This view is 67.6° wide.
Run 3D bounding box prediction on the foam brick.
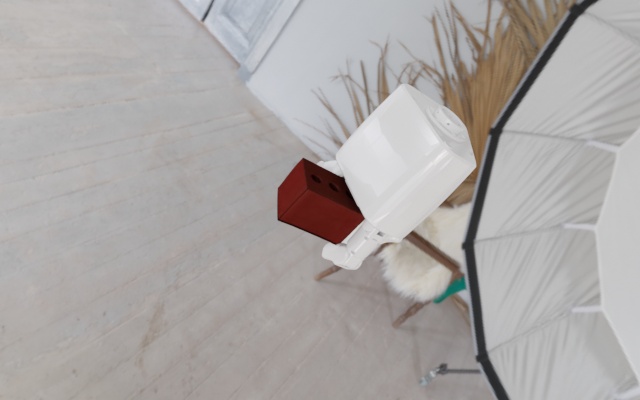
[{"bbox_3d":[0.000,0.002,0.501,0.078,0.053,0.051,24,-55,-27],"label":"foam brick"}]
